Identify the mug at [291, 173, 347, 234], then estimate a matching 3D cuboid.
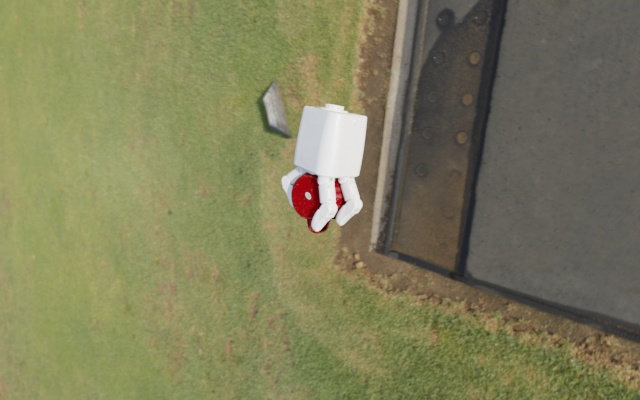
[{"bbox_3d":[0.000,0.004,0.863,0.093,0.117,0.081,19,15,38],"label":"mug"}]
